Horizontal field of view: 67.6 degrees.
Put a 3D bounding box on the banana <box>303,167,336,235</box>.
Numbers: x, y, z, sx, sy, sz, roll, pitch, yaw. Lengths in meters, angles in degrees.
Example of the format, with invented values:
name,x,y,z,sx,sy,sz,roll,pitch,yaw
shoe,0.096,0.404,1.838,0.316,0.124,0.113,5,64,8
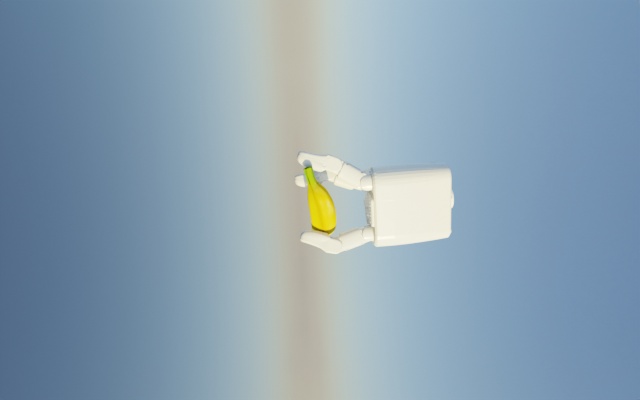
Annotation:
name,x,y,z,sx,sy,sz,roll,pitch,yaw
banana,0.003,0.018,0.697,0.037,0.069,0.198,-8,-21,-1
